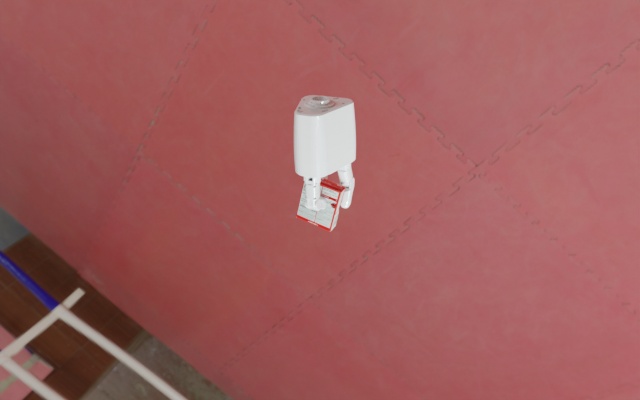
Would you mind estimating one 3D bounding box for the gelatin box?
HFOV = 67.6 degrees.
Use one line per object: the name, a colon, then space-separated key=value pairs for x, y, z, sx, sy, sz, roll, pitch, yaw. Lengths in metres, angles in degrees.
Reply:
gelatin box: x=0.000 y=0.003 z=0.874 sx=0.073 sy=0.089 sz=0.030 roll=22 pitch=30 yaw=15
